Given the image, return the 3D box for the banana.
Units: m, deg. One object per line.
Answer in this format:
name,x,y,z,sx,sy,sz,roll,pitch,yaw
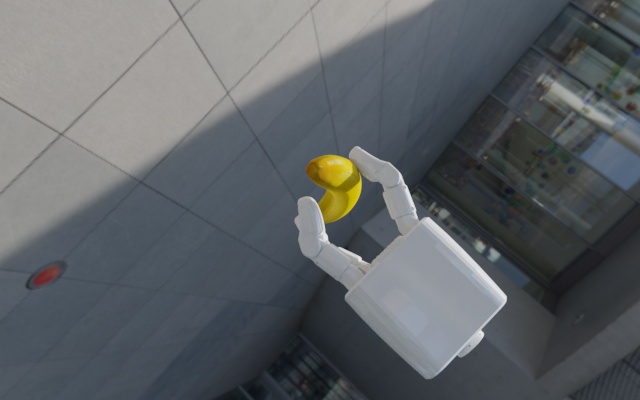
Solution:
banana,0.014,-0.008,0.515,0.069,0.037,0.198,-38,-14,-15
